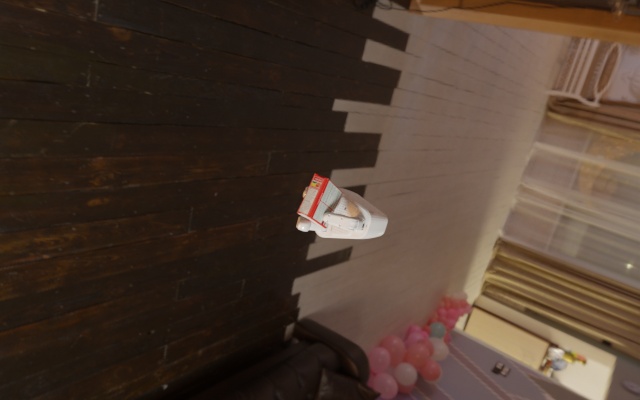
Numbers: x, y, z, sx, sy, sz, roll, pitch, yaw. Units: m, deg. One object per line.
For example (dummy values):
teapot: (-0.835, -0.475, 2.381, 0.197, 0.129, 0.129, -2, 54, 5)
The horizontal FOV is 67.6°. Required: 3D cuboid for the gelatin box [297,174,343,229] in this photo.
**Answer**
gelatin box: (0.000, 0.003, 0.822, 0.030, 0.073, 0.089, 22, -7, 23)
